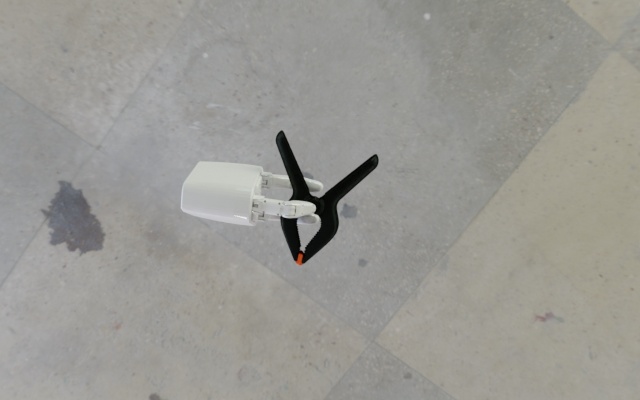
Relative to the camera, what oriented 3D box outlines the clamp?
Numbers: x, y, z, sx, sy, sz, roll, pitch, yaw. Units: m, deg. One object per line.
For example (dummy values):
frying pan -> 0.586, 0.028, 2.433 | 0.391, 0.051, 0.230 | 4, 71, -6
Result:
clamp -> 0.000, 0.003, 0.761 | 0.164, 0.210, 0.036 | 8, 10, 2
